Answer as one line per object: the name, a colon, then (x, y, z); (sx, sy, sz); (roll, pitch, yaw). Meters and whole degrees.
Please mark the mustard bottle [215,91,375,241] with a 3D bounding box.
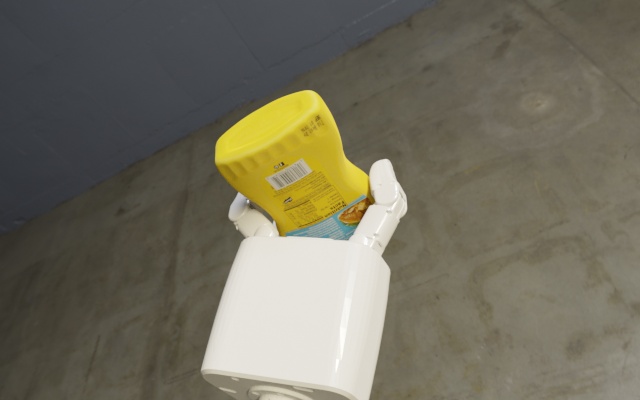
mustard bottle: (0.000, 0.001, 0.421); (0.096, 0.058, 0.192); (-28, -50, 11)
